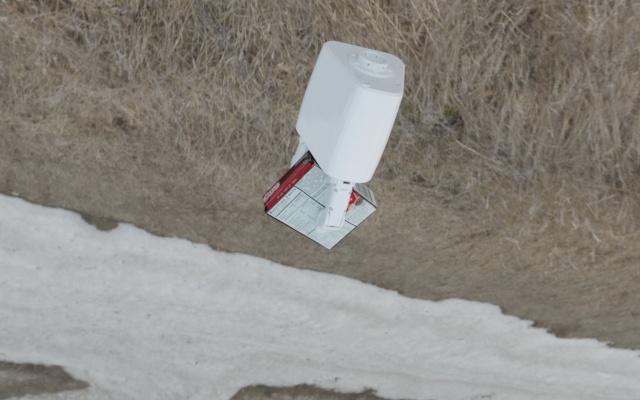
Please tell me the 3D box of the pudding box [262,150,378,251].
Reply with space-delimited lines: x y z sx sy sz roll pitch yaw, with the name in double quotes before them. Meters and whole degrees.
"pudding box" 0.000 0.002 0.580 0.113 0.090 0.039 34 26 -30
